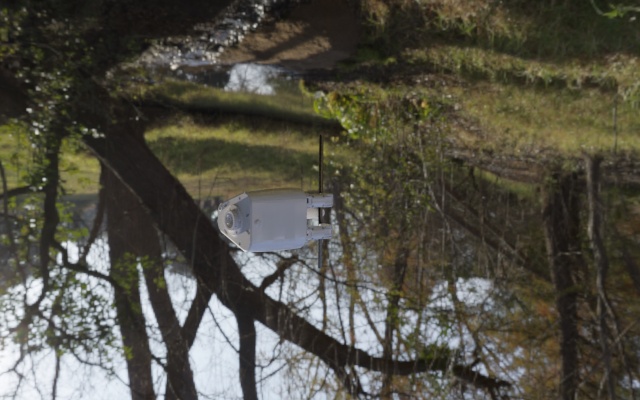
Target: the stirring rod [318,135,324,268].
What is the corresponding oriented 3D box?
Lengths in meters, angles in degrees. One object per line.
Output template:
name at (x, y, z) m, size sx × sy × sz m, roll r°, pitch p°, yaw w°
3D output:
stirring rod at (0.000, 0.003, 0.861) m, size 0.011 × 0.239 × 0.011 m, roll 1°, pitch 4°, yaw 0°
